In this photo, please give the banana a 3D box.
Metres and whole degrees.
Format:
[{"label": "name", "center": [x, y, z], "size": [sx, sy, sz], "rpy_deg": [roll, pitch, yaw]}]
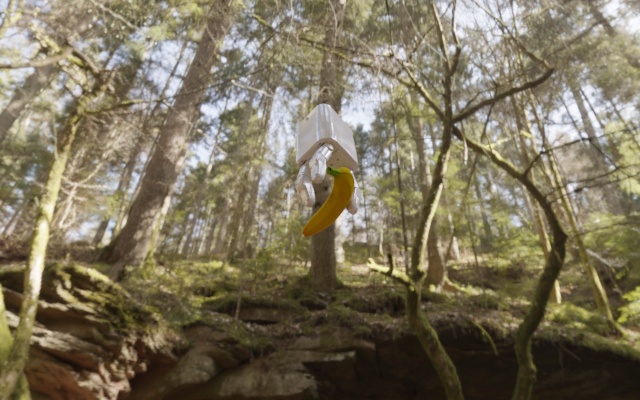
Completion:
[{"label": "banana", "center": [0.019, 0.001, 0.856], "size": [0.069, 0.037, 0.198], "rpy_deg": [0, -38, -18]}]
